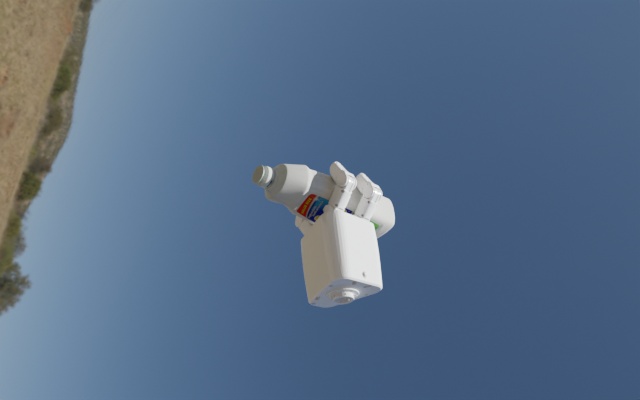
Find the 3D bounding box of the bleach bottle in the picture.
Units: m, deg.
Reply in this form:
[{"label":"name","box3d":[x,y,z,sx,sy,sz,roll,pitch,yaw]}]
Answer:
[{"label":"bleach bottle","box3d":[0.000,0.002,0.755,0.251,0.068,0.102,21,-40,-36]}]
